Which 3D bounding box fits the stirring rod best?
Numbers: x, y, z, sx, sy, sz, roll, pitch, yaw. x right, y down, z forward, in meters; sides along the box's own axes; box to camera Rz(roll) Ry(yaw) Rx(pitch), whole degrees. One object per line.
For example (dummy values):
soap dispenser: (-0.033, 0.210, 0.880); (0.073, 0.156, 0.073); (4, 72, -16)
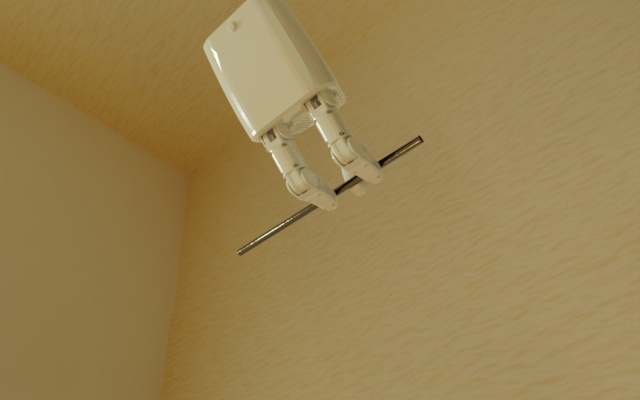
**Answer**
stirring rod: (0.000, 0.001, 0.486); (0.239, 0.011, 0.011); (-32, -16, 26)
